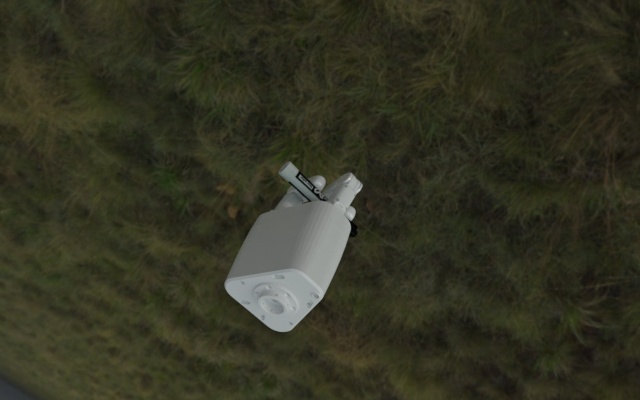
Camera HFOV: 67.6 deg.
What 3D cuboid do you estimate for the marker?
[{"bbox_3d":[0.000,0.002,0.561,0.121,0.020,0.020,44,-16,-17],"label":"marker"}]
